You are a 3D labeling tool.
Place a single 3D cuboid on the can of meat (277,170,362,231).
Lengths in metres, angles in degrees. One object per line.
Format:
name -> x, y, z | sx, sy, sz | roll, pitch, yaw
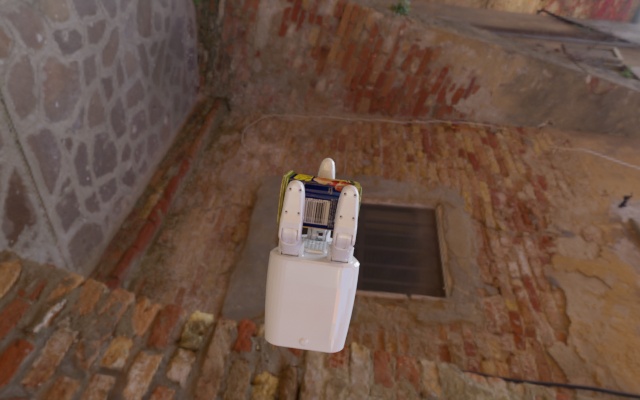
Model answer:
can of meat -> 0.000, 0.002, 0.539 | 0.084, 0.057, 0.102 | 8, 7, 1
